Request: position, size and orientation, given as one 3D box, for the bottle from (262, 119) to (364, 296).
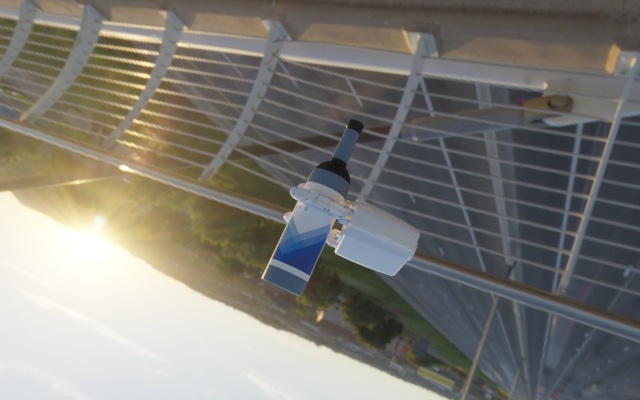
[{"bbox_3d":[0.000,0.003,0.760,0.069,0.295,0.069,23,-13,6],"label":"bottle"}]
